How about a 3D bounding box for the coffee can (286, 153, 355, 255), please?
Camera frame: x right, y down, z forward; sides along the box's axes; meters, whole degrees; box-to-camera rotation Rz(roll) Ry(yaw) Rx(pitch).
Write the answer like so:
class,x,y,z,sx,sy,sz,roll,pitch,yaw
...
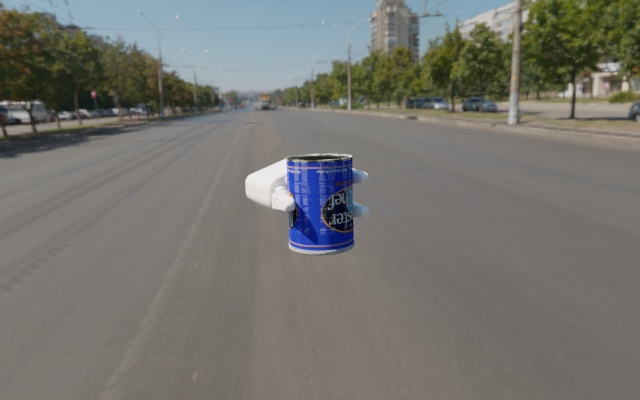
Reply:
class,x,y,z,sx,sy,sz,roll,pitch,yaw
coffee can,0.000,0.003,0.733,0.103,0.140,0.103,-2,11,0
